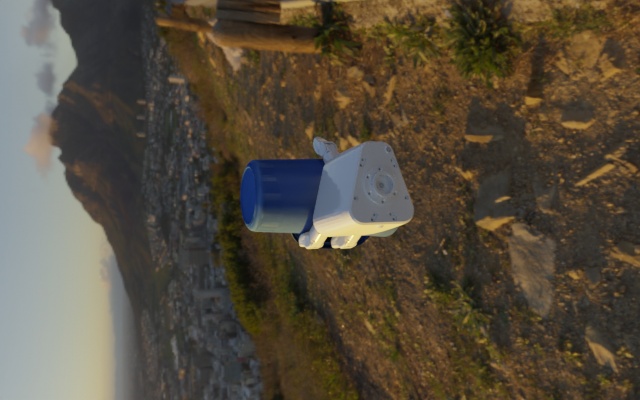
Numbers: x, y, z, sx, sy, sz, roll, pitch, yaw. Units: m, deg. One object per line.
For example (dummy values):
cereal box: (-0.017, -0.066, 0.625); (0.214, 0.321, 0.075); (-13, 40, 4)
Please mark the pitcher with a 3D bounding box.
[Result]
pitcher: (0.000, 0.002, 0.762); (0.243, 0.149, 0.145); (0, -8, -24)
